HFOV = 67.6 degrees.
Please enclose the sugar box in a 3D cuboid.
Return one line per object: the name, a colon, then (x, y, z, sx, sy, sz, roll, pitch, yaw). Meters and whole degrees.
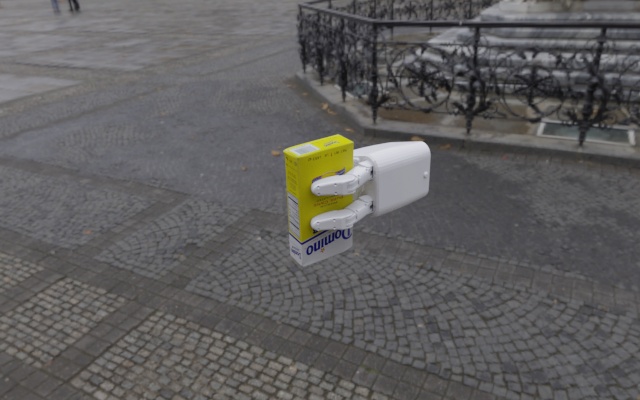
sugar box: (0.001, 0.002, 0.686, 0.093, 0.176, 0.048, -18, 30, -27)
